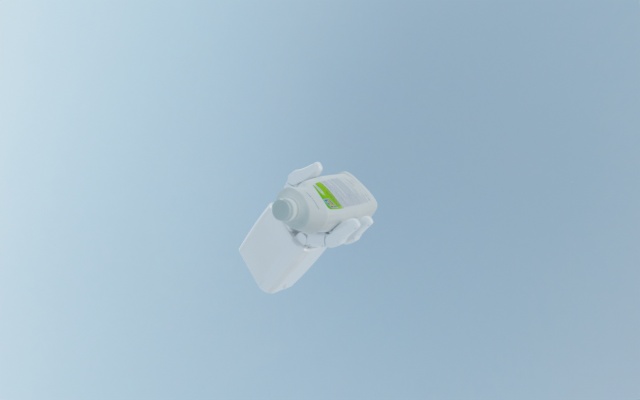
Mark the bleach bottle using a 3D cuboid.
[{"bbox_3d":[0.000,0.002,0.741,0.102,0.068,0.251,45,21,19],"label":"bleach bottle"}]
